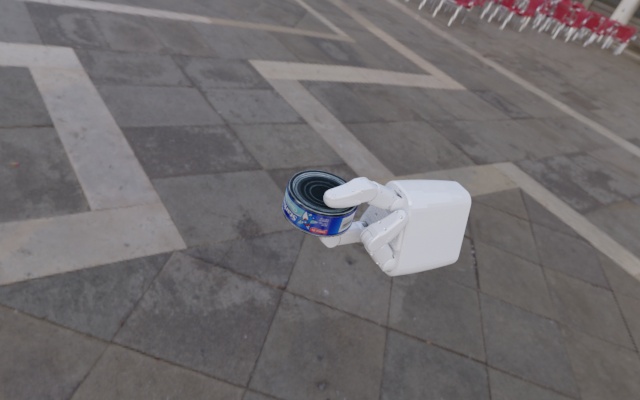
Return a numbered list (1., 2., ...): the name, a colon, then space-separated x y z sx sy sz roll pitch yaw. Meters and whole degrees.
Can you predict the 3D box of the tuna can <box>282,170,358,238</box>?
1. tuna can: 0.000 0.001 0.555 0.086 0.034 0.086 11 37 -8
